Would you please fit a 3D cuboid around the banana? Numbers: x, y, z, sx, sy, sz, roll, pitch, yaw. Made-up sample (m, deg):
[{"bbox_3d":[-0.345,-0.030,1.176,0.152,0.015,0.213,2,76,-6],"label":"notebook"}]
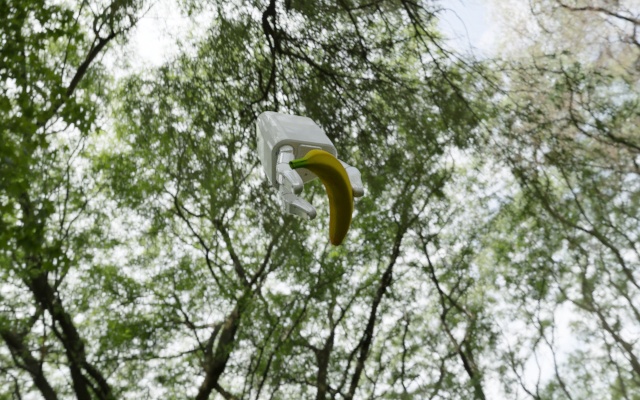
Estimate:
[{"bbox_3d":[0.015,-0.010,0.692,0.069,0.198,0.037,-32,45,-4],"label":"banana"}]
